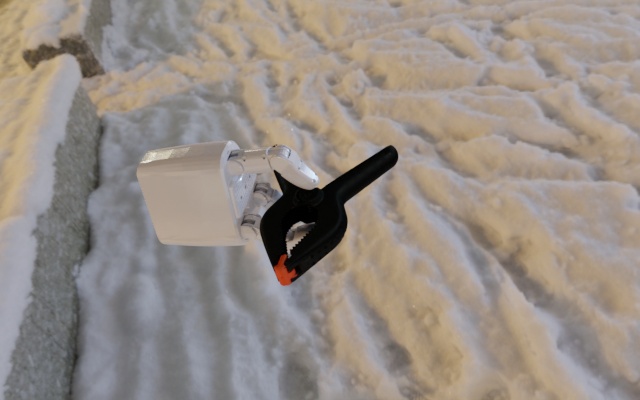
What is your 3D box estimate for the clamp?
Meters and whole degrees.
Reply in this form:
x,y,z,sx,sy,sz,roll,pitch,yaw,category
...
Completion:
x,y,z,sx,sy,sz,roll,pitch,yaw,category
0.000,0.001,0.524,0.164,0.036,0.209,-3,42,14,clamp
